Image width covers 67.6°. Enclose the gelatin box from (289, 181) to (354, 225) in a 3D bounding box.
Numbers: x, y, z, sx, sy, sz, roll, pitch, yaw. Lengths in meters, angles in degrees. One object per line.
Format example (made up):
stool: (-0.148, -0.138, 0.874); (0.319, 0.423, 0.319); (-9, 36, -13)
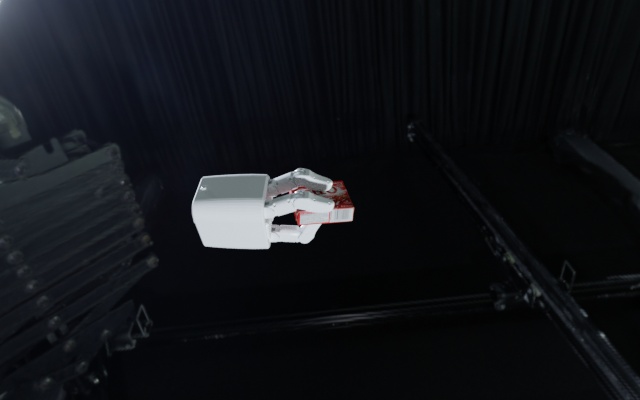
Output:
gelatin box: (0.000, 0.003, 0.743); (0.089, 0.030, 0.073); (-4, 37, -12)
